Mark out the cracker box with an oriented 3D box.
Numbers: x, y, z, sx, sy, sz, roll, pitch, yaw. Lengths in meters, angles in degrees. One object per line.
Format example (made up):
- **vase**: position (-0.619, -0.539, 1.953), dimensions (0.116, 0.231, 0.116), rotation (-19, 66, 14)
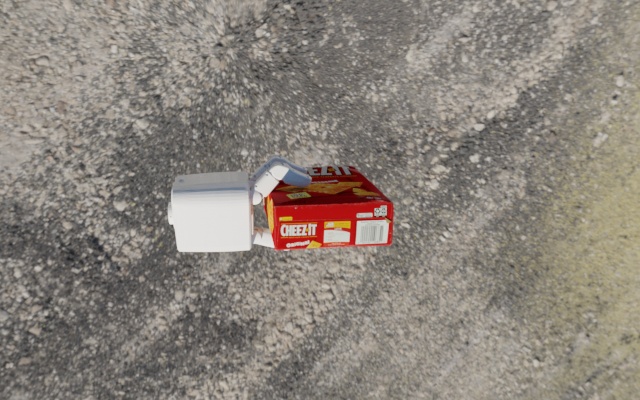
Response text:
- **cracker box**: position (0.000, 0.003, 0.726), dimensions (0.164, 0.072, 0.213), rotation (-2, 18, -10)
